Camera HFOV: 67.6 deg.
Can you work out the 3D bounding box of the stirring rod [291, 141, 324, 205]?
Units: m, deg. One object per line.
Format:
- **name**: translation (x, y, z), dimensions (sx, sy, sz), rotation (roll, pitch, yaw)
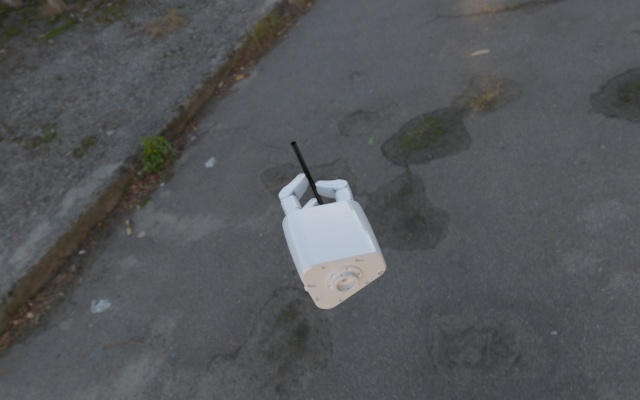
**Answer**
- **stirring rod**: translation (0.000, 0.003, 0.749), dimensions (0.011, 0.011, 0.240), rotation (0, -44, 26)
